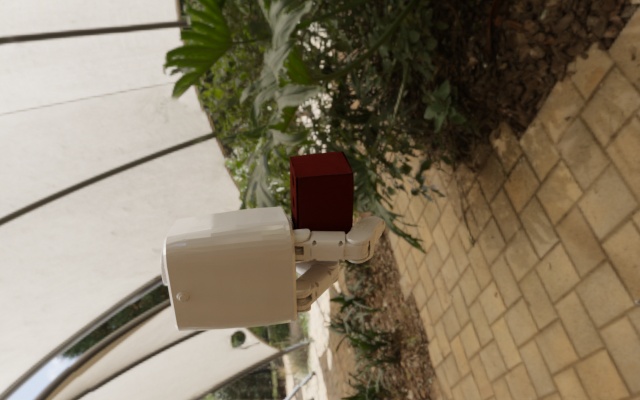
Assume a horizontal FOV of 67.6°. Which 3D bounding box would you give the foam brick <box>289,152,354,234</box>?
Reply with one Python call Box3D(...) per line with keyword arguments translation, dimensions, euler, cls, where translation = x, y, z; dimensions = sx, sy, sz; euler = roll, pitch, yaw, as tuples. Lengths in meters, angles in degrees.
Box3D(translation=(0.000, 0.001, 0.436), dimensions=(0.051, 0.078, 0.053), euler=(-4, 26, -7), cls="foam brick")
